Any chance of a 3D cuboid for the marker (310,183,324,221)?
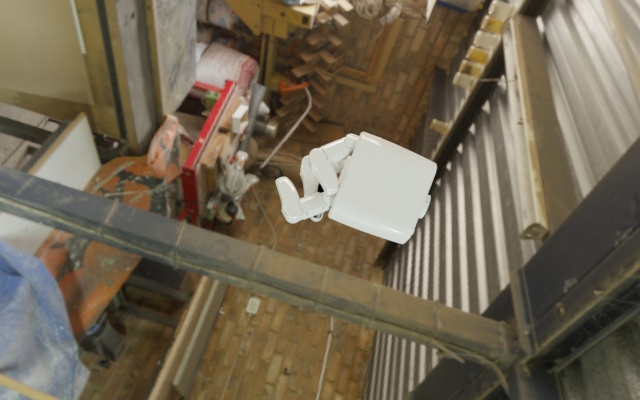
[{"bbox_3d":[0.000,0.002,0.664,0.020,0.020,0.121,0,-20,-7],"label":"marker"}]
